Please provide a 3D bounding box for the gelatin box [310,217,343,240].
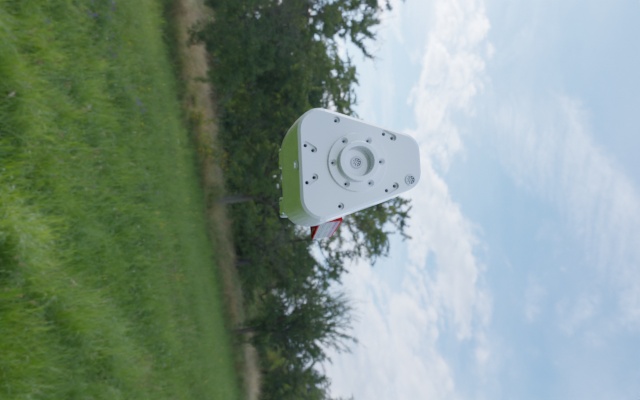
[{"bbox_3d":[0.001,0.002,0.578,0.030,0.073,0.089,-8,-15,-8],"label":"gelatin box"}]
